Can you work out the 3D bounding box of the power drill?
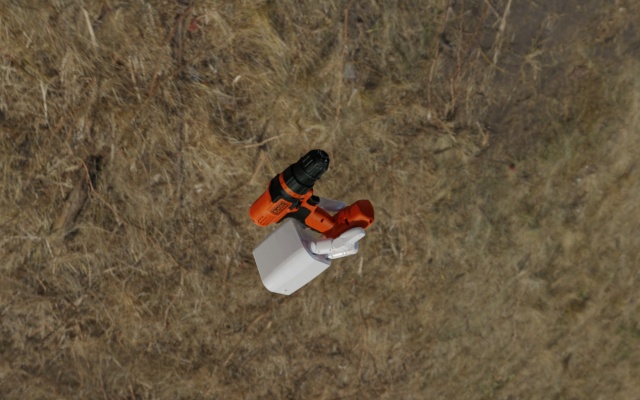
[{"bbox_3d":[0.000,0.003,0.807,0.188,0.057,0.184,26,-48,-32],"label":"power drill"}]
